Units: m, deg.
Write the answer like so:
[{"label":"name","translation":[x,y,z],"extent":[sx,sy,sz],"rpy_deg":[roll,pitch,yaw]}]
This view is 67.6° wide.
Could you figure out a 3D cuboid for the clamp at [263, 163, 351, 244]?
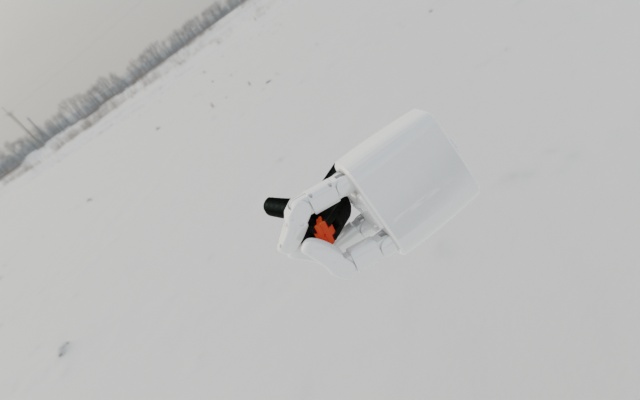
[{"label":"clamp","translation":[0.000,0.001,0.558],"extent":[0.120,0.039,0.171],"rpy_deg":[-36,25,-5]}]
